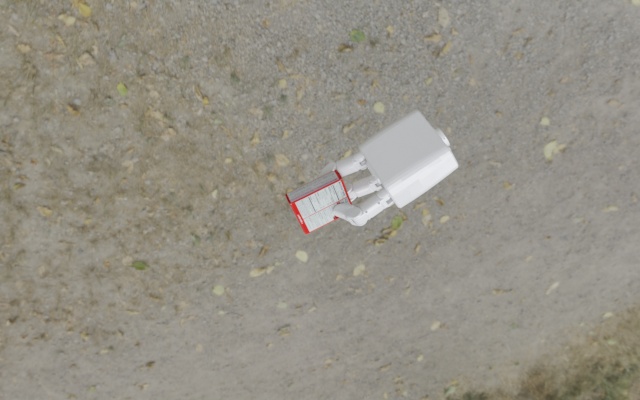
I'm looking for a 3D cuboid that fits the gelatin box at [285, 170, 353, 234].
[{"bbox_3d":[0.000,0.003,0.739,0.089,0.073,0.030,-27,43,-3],"label":"gelatin box"}]
